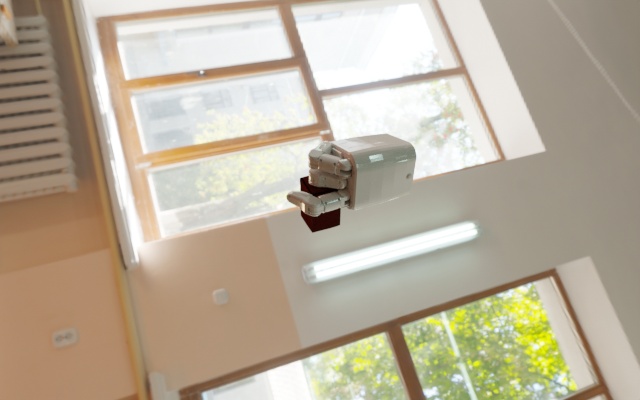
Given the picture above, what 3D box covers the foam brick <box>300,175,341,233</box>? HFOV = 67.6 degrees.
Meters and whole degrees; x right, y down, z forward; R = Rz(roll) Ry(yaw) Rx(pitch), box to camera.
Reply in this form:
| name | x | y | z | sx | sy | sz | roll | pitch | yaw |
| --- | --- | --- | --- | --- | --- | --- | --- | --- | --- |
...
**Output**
| name | x | y | z | sx | sy | sz | roll | pitch | yaw |
| --- | --- | --- | --- | --- | --- | --- | --- | --- | --- |
| foam brick | 0.000 | 0.003 | 0.762 | 0.051 | 0.078 | 0.053 | -14 | 40 | -18 |
